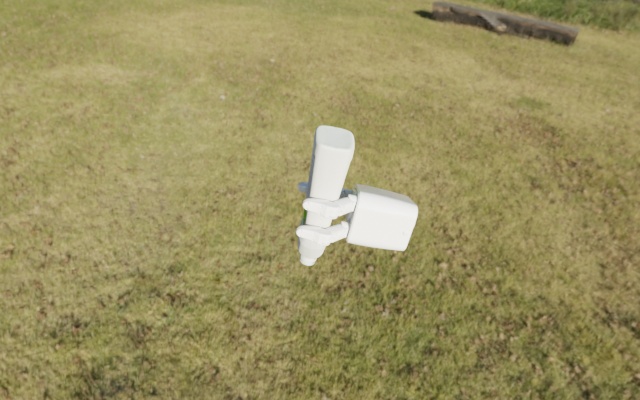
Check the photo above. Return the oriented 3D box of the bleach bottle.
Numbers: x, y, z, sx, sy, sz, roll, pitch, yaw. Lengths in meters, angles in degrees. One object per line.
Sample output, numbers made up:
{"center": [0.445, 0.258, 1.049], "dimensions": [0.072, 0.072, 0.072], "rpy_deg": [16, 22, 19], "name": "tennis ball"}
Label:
{"center": [0.000, 0.003, 0.845], "dimensions": [0.068, 0.251, 0.102], "rpy_deg": [11, 29, -4], "name": "bleach bottle"}
